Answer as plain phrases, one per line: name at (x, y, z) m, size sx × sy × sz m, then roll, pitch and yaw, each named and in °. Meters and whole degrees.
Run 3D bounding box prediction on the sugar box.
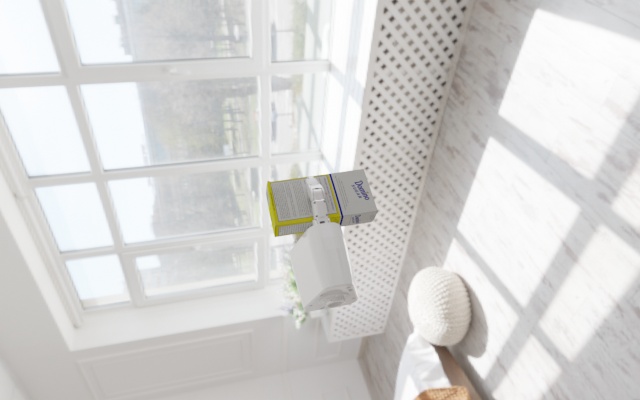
sugar box at (0.000, 0.003, 0.820) m, size 0.176 × 0.093 × 0.048 m, roll -6°, pitch -31°, yaw -14°
